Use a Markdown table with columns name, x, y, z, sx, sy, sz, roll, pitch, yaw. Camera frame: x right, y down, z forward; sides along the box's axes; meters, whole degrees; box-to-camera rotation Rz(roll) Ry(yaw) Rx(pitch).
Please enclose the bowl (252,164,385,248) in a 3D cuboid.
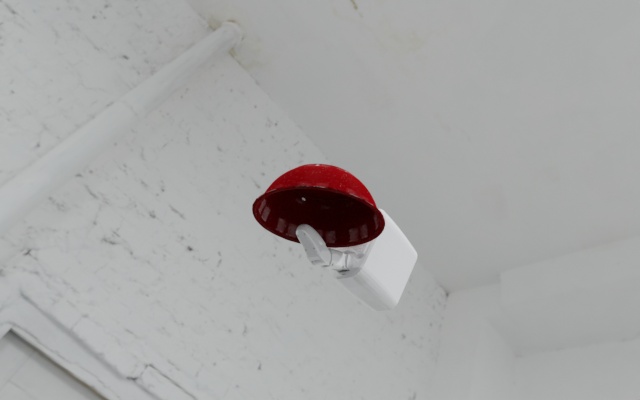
| name | x | y | z | sx | sy | sz | roll | pitch | yaw |
| --- | --- | --- | --- | --- | --- | --- | --- | --- | --- |
| bowl | 0.000 | 0.001 | 0.587 | 0.162 | 0.055 | 0.162 | 6 | -28 | 3 |
